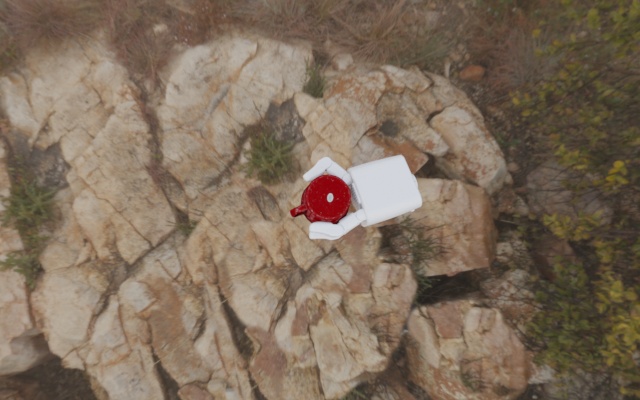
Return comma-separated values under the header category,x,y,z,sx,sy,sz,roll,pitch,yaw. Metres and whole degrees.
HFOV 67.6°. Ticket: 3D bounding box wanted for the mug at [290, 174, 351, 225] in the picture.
category,x,y,z,sx,sy,sz,roll,pitch,yaw
mug,-0.001,0.003,0.864,0.117,0.093,0.081,-18,-6,-6
